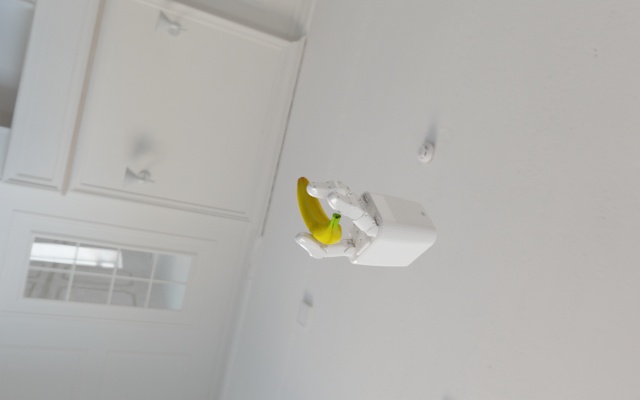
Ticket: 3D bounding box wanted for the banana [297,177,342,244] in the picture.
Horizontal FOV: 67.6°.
[{"bbox_3d":[-0.002,0.021,0.754,0.037,0.070,0.197,5,17,-21],"label":"banana"}]
